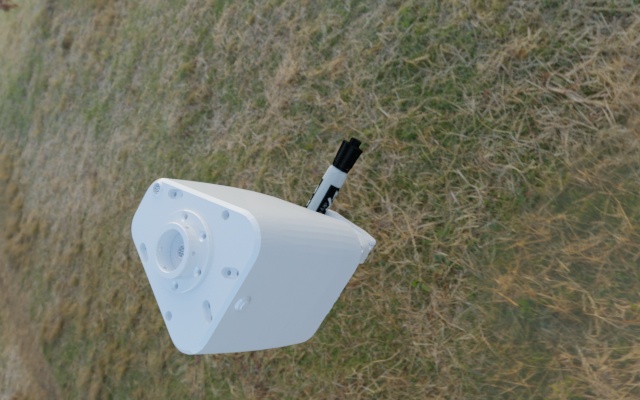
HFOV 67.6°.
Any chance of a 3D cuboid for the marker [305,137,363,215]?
[{"bbox_3d":[0.000,0.001,0.402,0.020,0.121,0.020,29,11,-6],"label":"marker"}]
